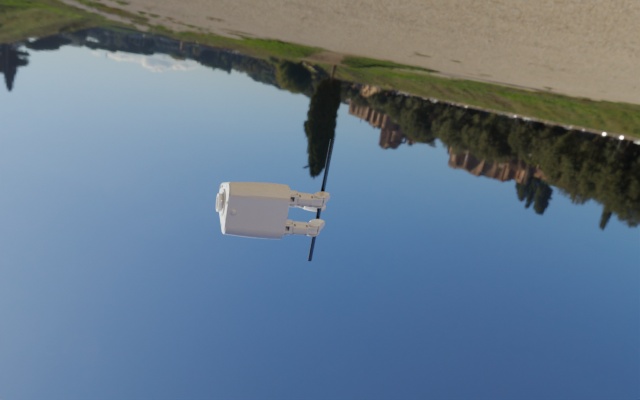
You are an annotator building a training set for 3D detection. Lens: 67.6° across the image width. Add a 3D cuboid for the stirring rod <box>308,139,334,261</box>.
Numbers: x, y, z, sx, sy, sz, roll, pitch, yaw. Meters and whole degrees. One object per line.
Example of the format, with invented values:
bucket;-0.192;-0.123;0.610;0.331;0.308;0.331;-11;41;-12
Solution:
stirring rod;0.000;0.003;0.897;0.011;0.239;0.011;10;16;-3
